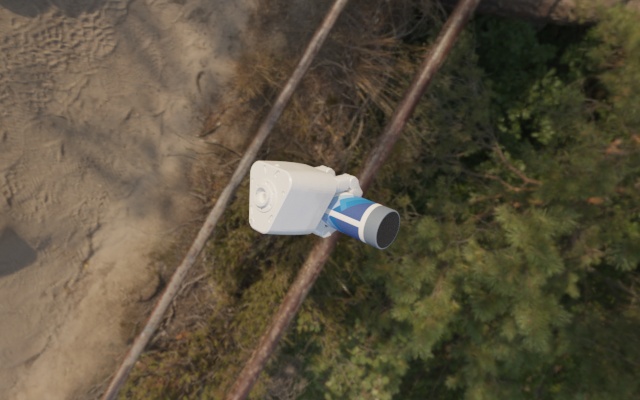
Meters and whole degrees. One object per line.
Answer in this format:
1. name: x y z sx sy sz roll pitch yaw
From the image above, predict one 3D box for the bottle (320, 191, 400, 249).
1. bottle: 0.000 0.003 0.848 0.295 0.069 0.069 22 14 38
